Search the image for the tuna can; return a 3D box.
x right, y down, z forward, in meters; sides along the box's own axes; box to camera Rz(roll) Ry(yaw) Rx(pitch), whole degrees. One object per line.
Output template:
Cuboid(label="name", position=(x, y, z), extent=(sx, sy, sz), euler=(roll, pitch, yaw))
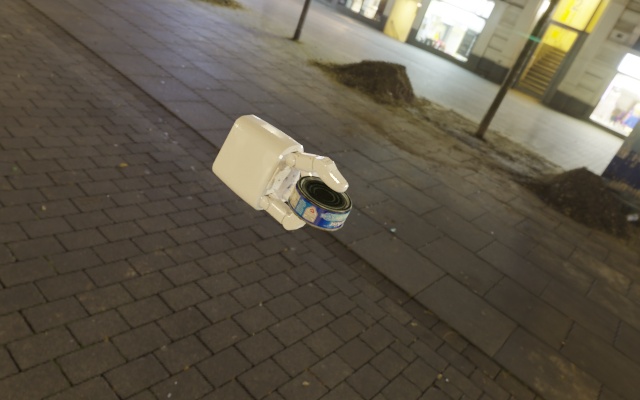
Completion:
Cuboid(label="tuna can", position=(0.000, 0.002, 0.664), extent=(0.086, 0.034, 0.086), euler=(21, 28, -12))
